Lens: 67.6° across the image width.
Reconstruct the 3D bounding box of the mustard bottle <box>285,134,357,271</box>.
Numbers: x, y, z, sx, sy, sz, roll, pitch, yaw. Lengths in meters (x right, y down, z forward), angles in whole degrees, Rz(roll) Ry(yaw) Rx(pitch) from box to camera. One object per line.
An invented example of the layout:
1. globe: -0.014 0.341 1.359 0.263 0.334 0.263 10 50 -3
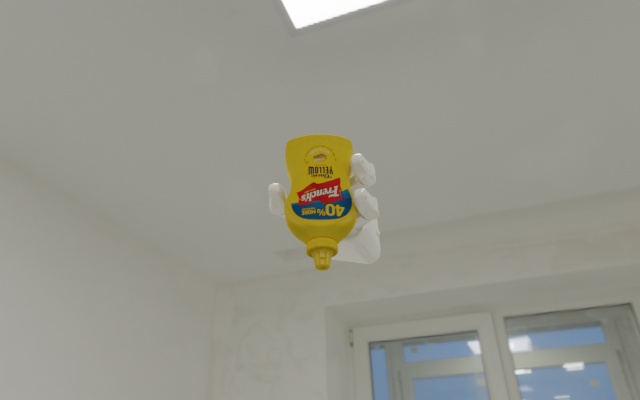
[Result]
1. mustard bottle: 0.000 0.002 0.640 0.096 0.191 0.058 0 -30 -3
